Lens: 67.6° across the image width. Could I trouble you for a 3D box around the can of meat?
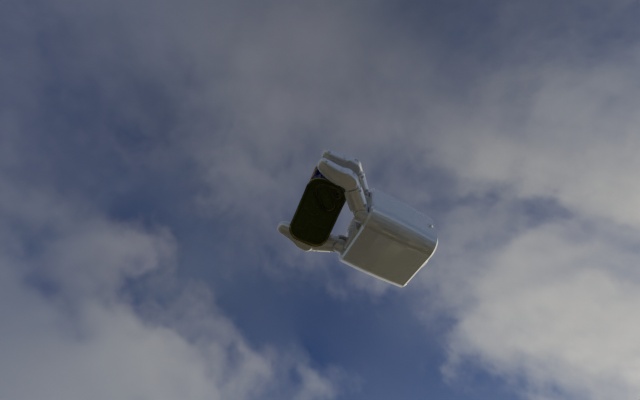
[{"bbox_3d":[0.000,0.002,0.694,0.057,0.102,0.084,23,24,-3],"label":"can of meat"}]
